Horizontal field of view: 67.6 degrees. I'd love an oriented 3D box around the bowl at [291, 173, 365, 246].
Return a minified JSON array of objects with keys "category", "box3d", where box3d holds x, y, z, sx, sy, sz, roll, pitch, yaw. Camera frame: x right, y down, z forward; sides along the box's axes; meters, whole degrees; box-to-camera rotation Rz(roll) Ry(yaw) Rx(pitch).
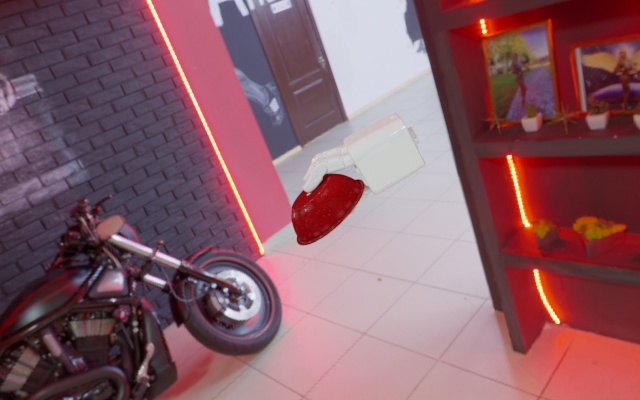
[{"category":"bowl","box3d":[-0.001,0.003,0.848,0.055,0.162,0.162,46,-16,-17]}]
